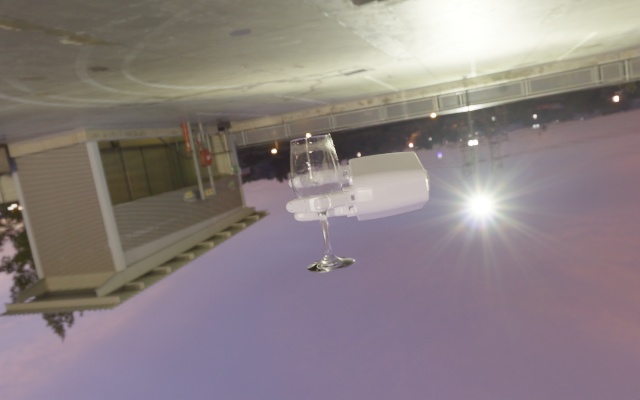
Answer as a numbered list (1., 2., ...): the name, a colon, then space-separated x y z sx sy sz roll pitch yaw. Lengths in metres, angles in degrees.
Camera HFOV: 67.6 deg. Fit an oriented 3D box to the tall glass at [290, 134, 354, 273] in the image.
1. tall glass: 0.000 0.003 0.727 0.079 0.201 0.079 -9 7 1
